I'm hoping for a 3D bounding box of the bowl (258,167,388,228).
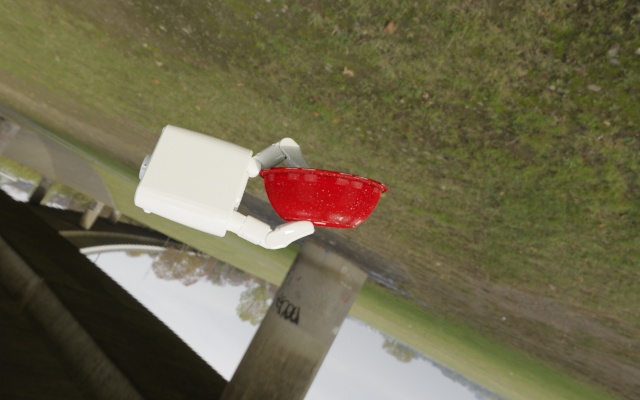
[{"bbox_3d":[0.001,0.003,0.591,0.162,0.055,0.162,7,-7,1],"label":"bowl"}]
